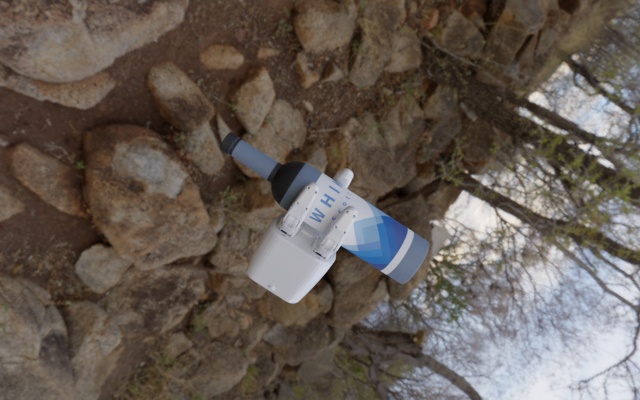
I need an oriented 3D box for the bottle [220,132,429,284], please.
[{"bbox_3d":[0.000,0.002,0.624,0.296,0.069,0.069,33,-1,-2],"label":"bottle"}]
